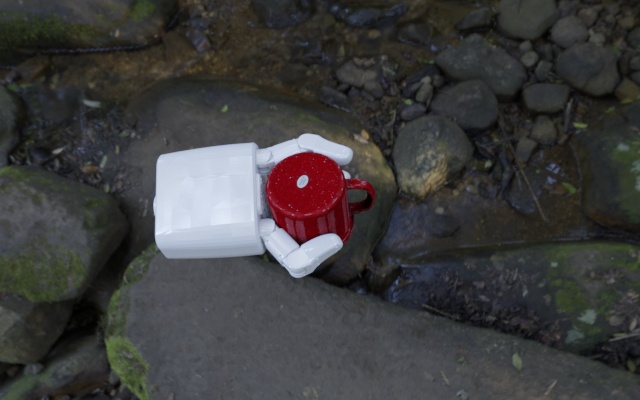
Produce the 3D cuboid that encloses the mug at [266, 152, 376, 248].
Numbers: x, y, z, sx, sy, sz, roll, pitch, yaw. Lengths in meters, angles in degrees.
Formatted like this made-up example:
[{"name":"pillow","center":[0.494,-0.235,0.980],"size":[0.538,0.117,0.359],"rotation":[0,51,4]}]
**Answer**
[{"name":"mug","center":[0.002,0.001,0.504],"size":[0.117,0.093,0.082],"rotation":[-6,-32,2]}]
